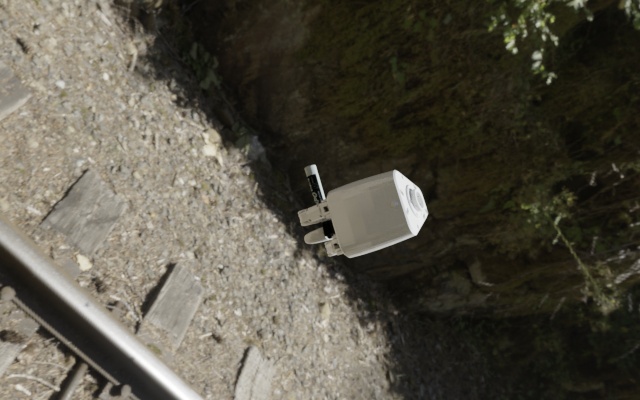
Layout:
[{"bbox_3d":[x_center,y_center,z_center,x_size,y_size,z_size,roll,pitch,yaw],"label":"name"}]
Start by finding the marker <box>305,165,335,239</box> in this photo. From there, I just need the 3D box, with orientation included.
[{"bbox_3d":[0.000,0.003,0.764,0.020,0.121,0.020,-16,-8,-2],"label":"marker"}]
